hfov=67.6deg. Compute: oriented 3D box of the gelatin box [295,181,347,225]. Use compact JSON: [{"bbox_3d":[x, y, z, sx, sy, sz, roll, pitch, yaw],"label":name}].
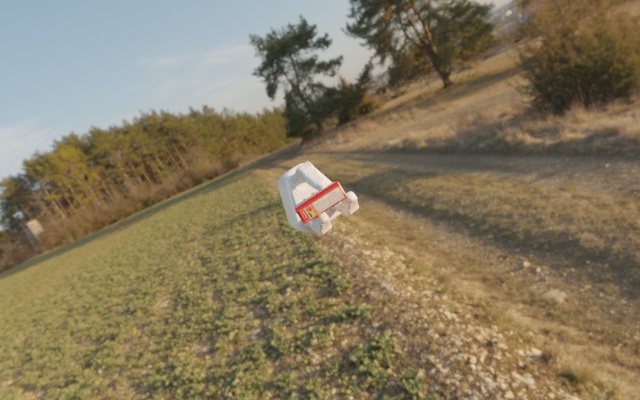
[{"bbox_3d":[0.000,0.002,0.713,0.073,0.030,0.089,-32,3,0],"label":"gelatin box"}]
